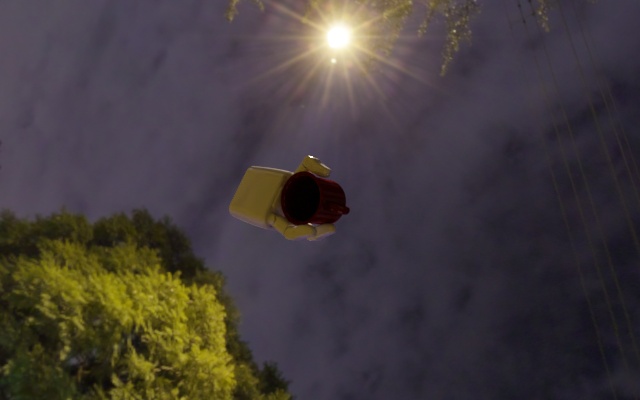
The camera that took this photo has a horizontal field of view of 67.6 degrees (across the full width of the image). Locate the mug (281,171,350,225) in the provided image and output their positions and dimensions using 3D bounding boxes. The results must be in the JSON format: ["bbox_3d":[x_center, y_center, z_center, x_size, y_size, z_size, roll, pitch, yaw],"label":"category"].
[{"bbox_3d":[0.001,0.003,0.833,0.117,0.093,0.081,15,4,39],"label":"mug"}]
